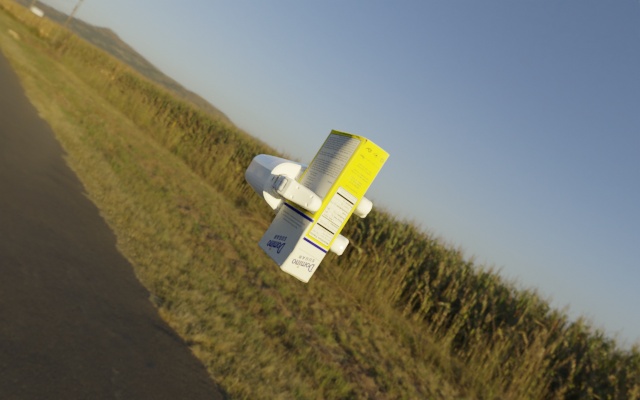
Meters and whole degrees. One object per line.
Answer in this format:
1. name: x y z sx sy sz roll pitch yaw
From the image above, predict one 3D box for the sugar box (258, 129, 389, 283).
1. sugar box: 0.001 0.002 0.574 0.048 0.176 0.093 32 -1 -28
